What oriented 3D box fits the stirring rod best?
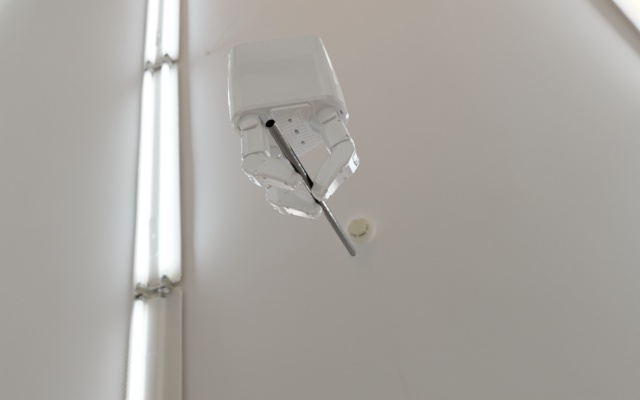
[{"bbox_3d":[0.000,0.001,0.458,0.011,0.011,0.240,0,-30,21],"label":"stirring rod"}]
